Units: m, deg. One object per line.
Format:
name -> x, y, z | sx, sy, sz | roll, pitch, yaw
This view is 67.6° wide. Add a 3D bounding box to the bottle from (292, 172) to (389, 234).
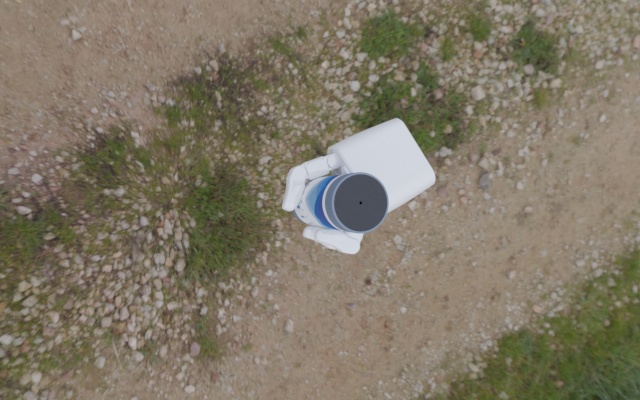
bottle -> 0.000, 0.002, 0.653 | 0.069, 0.069, 0.295 | 0, 0, -17
